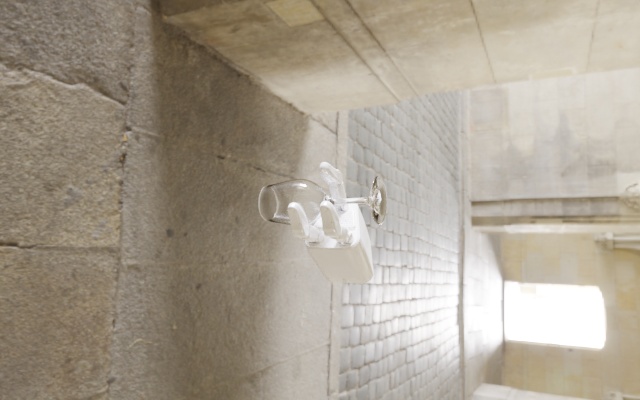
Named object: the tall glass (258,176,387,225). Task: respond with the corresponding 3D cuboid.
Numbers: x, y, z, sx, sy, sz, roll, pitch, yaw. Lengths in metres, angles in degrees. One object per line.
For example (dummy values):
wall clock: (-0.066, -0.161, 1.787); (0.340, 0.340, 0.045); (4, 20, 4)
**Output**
tall glass: (0.001, 0.002, 0.770); (0.201, 0.079, 0.079); (-1, -1, 26)
